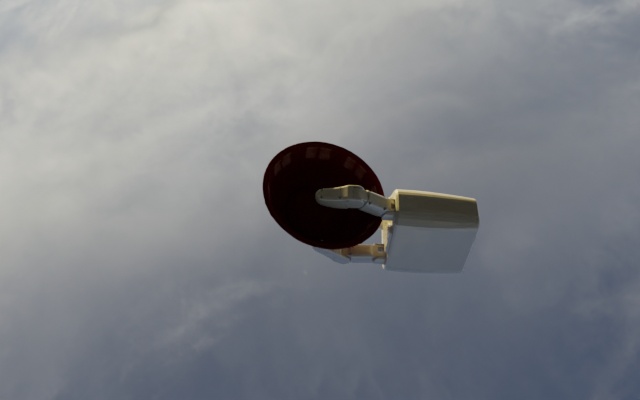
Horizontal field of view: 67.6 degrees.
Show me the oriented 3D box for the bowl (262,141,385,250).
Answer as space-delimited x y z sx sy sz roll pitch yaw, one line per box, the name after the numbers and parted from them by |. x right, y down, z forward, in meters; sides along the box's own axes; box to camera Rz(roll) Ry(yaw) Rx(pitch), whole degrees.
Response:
-0.001 0.002 0.626 0.162 0.162 0.055 0 -31 -17 | bowl
